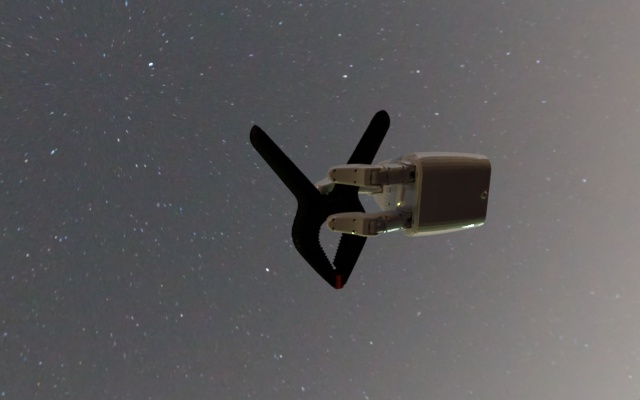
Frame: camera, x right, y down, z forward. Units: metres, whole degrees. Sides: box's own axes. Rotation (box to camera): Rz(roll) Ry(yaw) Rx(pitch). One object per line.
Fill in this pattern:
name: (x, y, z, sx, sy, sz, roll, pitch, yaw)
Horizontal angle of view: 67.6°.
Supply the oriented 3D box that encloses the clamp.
clamp: (0.000, 0.002, 0.547, 0.164, 0.210, 0.036, -3, 14, -21)
